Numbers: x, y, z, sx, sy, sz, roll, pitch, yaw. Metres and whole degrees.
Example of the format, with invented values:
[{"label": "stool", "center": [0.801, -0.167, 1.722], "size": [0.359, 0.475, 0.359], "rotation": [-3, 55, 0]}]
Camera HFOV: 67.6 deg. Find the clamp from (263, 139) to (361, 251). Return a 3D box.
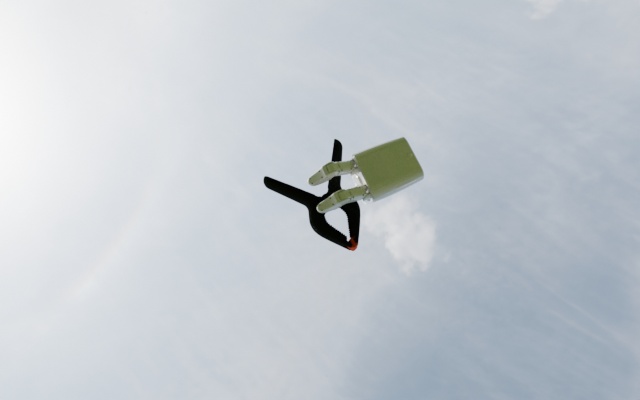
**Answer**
[{"label": "clamp", "center": [0.001, 0.003, 0.871], "size": [0.164, 0.210, 0.036], "rotation": [-23, -19, -5]}]
